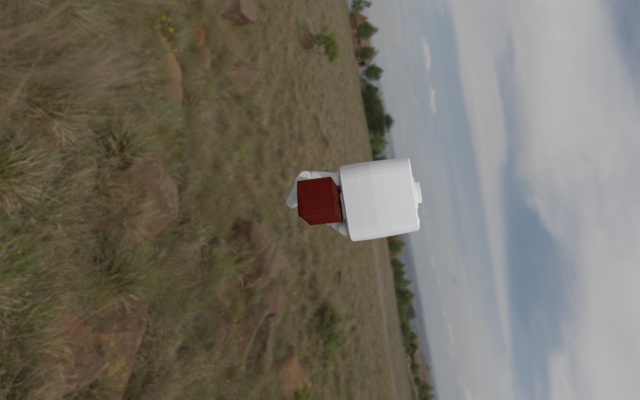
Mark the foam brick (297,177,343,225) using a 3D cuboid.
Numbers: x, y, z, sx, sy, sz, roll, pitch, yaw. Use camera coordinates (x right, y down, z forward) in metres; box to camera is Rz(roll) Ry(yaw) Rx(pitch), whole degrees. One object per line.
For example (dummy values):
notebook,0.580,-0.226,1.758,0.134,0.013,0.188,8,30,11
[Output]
foam brick,0.000,0.002,0.692,0.051,0.053,0.078,-7,-13,10
